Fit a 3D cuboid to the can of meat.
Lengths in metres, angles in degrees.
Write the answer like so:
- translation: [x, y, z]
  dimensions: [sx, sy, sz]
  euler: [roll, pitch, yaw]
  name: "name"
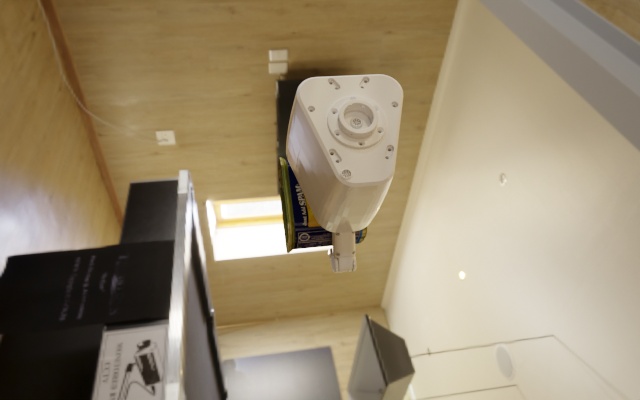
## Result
- translation: [0.000, 0.002, 0.523]
  dimensions: [0.084, 0.102, 0.057]
  euler: [-5, -25, -9]
  name: "can of meat"
